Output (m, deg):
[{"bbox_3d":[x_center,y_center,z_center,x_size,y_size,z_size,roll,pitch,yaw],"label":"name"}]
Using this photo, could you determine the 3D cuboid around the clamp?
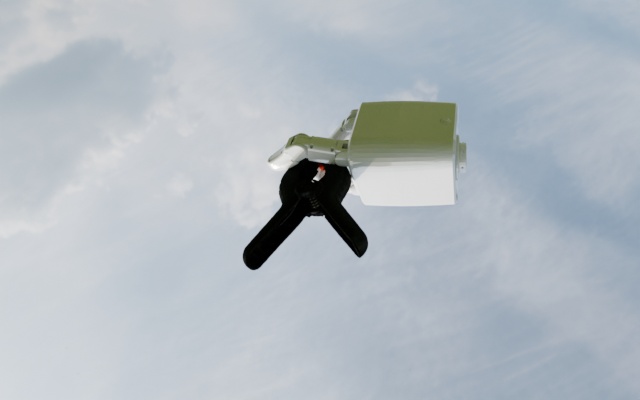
[{"bbox_3d":[0.000,0.002,0.488,0.120,0.171,0.039,2,-44,18],"label":"clamp"}]
